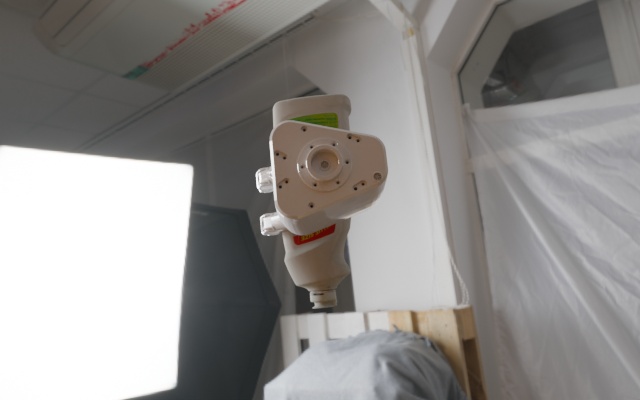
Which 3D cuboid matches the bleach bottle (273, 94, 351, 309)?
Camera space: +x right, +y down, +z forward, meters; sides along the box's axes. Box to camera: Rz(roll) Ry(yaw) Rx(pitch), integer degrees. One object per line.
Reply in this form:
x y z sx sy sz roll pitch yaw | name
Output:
0.000 0.002 0.583 0.102 0.250 0.068 -6 -10 1 | bleach bottle
